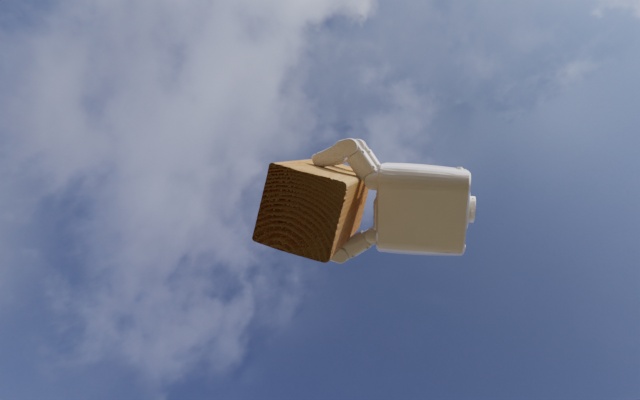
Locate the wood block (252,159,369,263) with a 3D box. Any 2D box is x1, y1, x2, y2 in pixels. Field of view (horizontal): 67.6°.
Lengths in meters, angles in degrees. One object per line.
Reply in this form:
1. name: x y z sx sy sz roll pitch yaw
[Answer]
1. wood block: 0.000 0.002 0.600 0.090 0.091 0.206 15 9 12
